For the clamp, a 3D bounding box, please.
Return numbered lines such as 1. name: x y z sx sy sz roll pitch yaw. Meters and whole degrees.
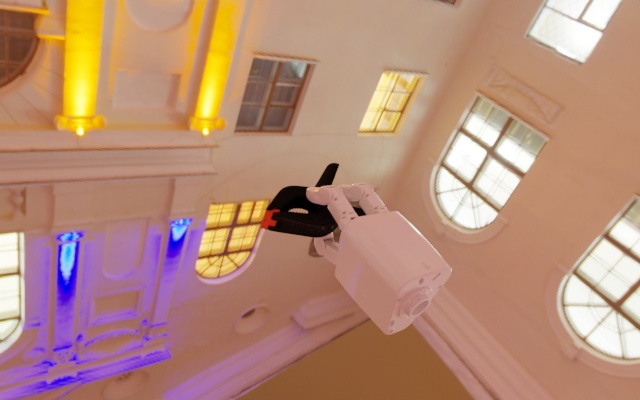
1. clamp: 0.000 0.003 0.676 0.210 0.036 0.164 -7 41 -38
